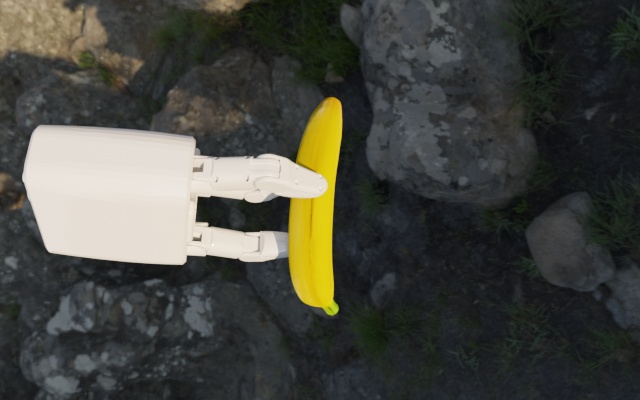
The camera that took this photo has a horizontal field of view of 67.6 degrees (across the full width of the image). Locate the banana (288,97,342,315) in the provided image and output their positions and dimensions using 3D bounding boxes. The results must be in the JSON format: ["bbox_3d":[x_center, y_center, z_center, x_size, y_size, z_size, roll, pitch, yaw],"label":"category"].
[{"bbox_3d":[-0.004,0.005,0.408,0.037,0.198,0.069,2,0,11],"label":"banana"}]
